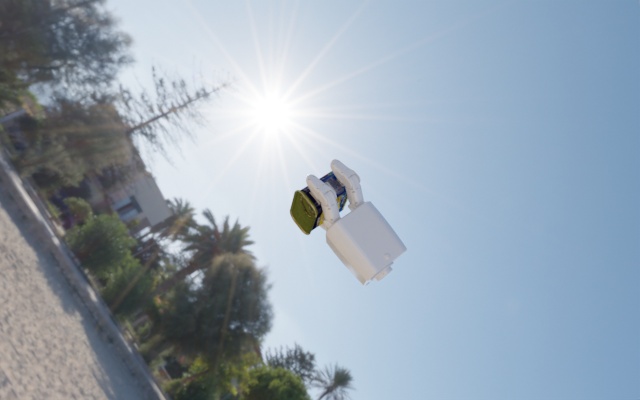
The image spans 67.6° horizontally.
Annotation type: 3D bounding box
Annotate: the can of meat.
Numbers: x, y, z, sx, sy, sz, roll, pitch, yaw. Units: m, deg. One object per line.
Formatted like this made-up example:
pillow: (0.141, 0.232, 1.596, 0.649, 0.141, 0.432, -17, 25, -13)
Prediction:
can of meat: (0.000, 0.003, 0.830, 0.084, 0.057, 0.102, -32, -18, -25)
